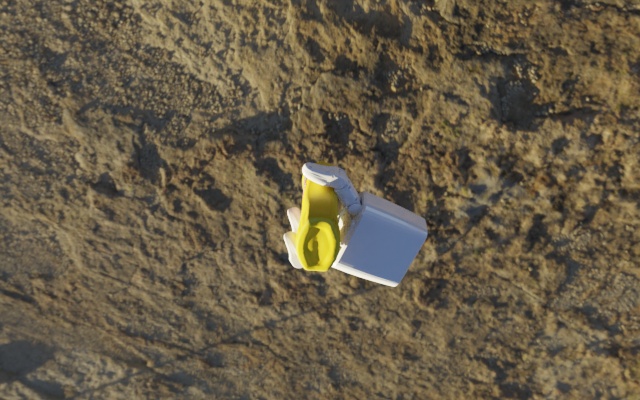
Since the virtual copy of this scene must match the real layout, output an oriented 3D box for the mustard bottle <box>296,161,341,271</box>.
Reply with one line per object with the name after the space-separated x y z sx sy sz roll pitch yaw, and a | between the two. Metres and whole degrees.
0.000 0.002 0.683 0.058 0.096 0.191 2 38 1 | mustard bottle
